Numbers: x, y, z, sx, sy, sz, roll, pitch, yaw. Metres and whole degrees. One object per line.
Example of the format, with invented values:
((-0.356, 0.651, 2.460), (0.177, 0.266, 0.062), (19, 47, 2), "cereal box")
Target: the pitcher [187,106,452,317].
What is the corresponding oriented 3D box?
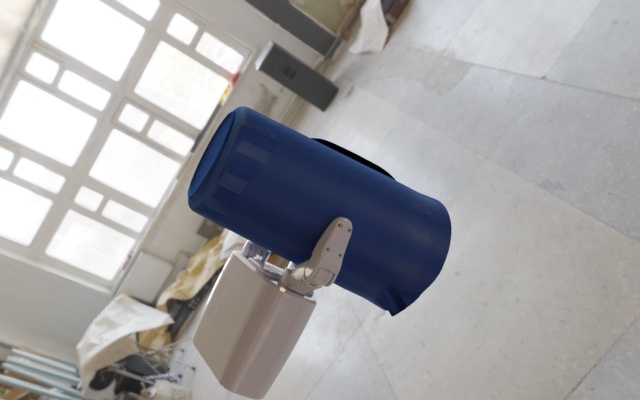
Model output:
((0.000, 0.002, 0.486), (0.243, 0.145, 0.149), (27, -2, -22), "pitcher")
